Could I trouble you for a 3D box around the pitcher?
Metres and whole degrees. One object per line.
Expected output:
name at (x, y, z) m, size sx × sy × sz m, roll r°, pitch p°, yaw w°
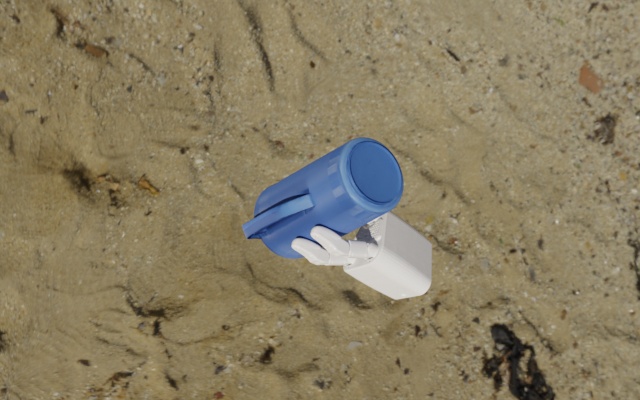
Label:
pitcher at (0.000, 0.002, 0.713) m, size 0.145 × 0.149 × 0.243 m, roll 33°, pitch -33°, yaw -19°
